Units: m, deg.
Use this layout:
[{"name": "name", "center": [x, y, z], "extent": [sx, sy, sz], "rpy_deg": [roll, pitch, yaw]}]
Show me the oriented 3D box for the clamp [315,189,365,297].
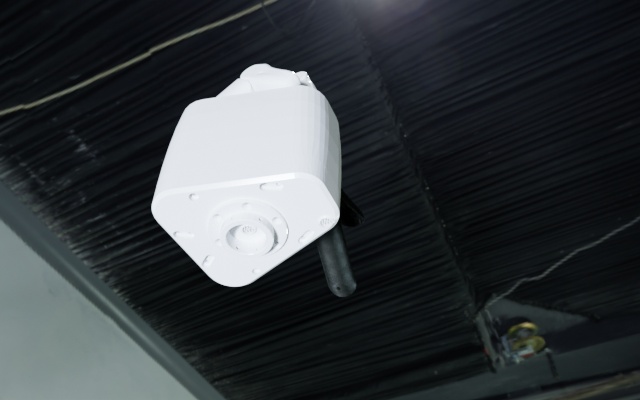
[{"name": "clamp", "center": [0.001, 0.001, 0.433], "extent": [0.039, 0.172, 0.120], "rpy_deg": [-21, 37, 17]}]
